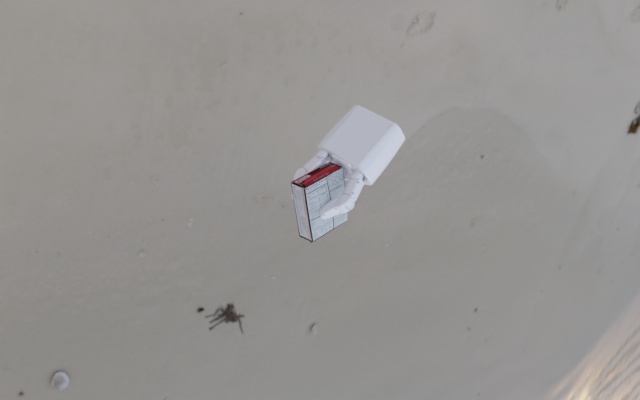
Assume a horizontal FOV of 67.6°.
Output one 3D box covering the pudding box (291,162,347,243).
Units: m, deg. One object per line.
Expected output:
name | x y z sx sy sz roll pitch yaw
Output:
pudding box | 0.000 0.003 0.814 0.090 0.114 0.039 -29 35 -32
